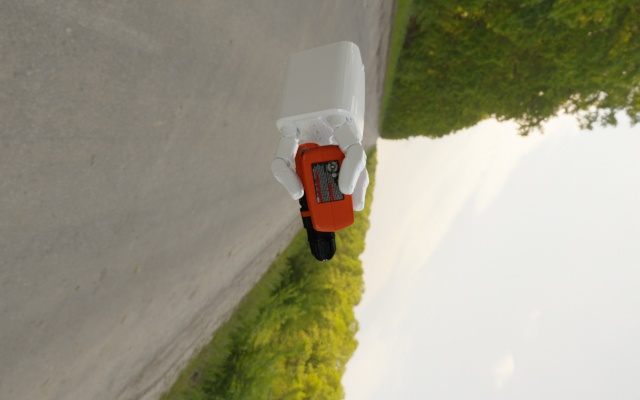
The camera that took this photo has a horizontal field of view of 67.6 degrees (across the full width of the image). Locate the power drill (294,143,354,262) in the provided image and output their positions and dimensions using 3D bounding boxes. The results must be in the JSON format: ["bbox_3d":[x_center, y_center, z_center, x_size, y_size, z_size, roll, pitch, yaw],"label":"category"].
[{"bbox_3d":[0.000,0.002,0.668,0.057,0.184,0.187,-11,0,-9],"label":"power drill"}]
